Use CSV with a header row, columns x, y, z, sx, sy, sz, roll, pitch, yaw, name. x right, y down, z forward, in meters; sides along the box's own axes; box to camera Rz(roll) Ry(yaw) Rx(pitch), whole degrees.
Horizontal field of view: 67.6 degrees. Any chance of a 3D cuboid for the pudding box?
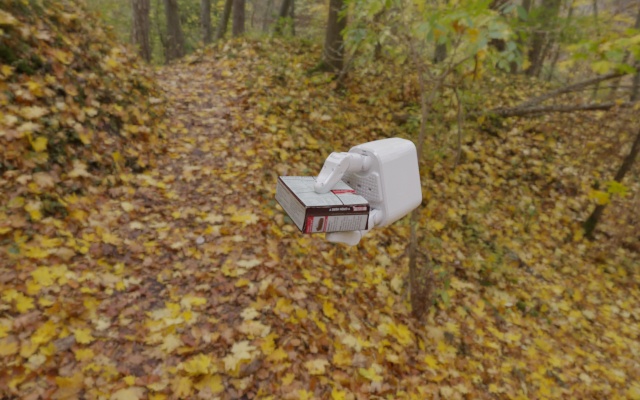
x,y,z,sx,sy,sz,roll,pitch,yaw,name
0.000,0.002,0.615,0.090,0.039,0.113,-3,21,-23,pudding box
